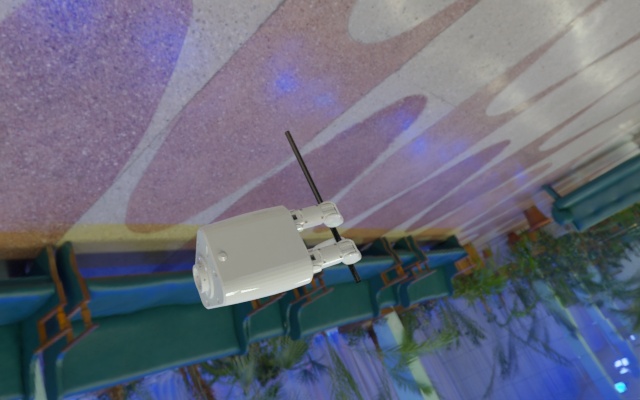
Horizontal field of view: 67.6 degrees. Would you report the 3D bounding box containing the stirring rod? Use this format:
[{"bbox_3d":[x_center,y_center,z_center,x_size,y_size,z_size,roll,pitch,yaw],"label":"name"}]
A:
[{"bbox_3d":[0.000,0.002,0.648,0.011,0.239,0.011,-22,-22,-9],"label":"stirring rod"}]
